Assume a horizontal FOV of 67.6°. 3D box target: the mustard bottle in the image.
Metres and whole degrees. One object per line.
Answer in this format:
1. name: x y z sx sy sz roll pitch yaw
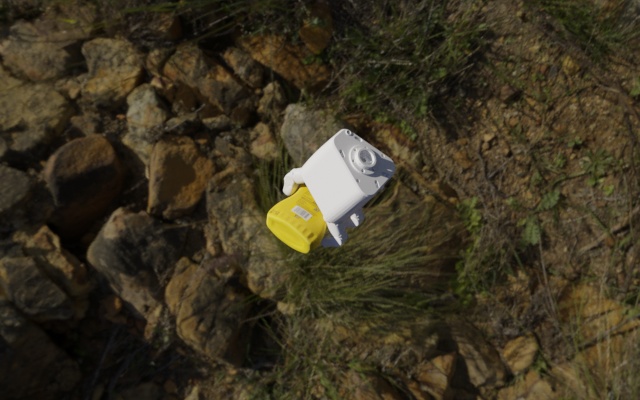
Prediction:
1. mustard bottle: 0.000 0.003 0.836 0.096 0.058 0.191 32 52 18
